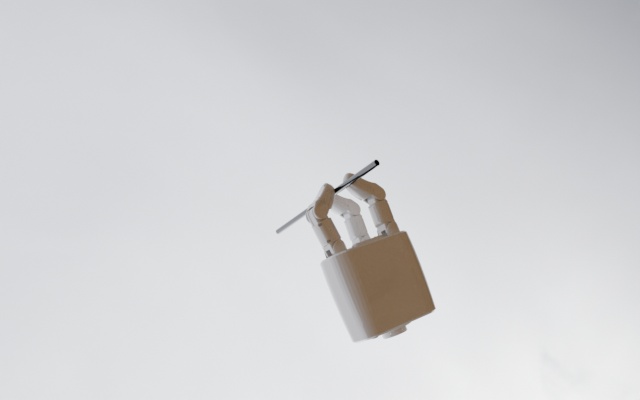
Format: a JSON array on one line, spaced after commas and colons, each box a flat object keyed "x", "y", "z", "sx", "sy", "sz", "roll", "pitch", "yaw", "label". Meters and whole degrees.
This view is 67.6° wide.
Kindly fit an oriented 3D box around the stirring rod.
[{"x": 0.000, "y": 0.002, "z": 0.639, "sx": 0.011, "sy": 0.011, "sz": 0.240, "roll": 0, "pitch": -22, "yaw": -36, "label": "stirring rod"}]
